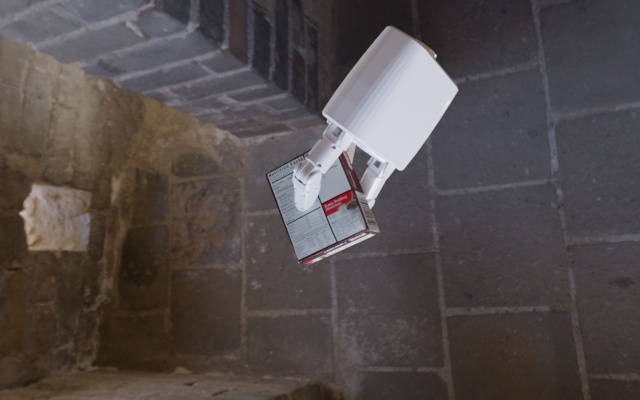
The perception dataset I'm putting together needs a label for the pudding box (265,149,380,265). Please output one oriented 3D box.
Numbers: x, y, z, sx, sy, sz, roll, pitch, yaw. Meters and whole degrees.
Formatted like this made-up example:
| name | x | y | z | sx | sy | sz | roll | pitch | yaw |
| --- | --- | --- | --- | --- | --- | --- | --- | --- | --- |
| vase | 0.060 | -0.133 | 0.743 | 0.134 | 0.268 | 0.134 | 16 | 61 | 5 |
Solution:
| name | x | y | z | sx | sy | sz | roll | pitch | yaw |
| --- | --- | --- | --- | --- | --- | --- | --- | --- | --- |
| pudding box | 0.000 | 0.002 | 0.521 | 0.090 | 0.113 | 0.039 | -27 | -18 | 19 |
